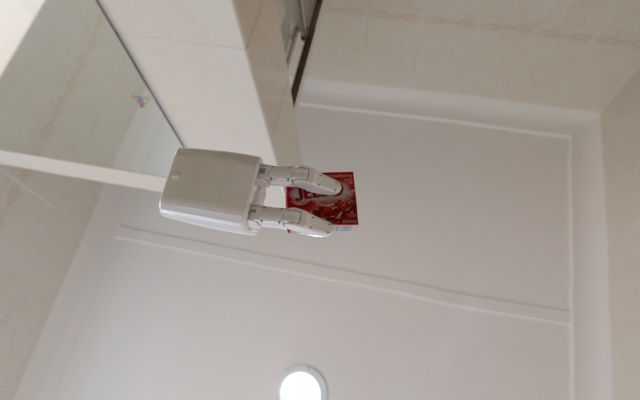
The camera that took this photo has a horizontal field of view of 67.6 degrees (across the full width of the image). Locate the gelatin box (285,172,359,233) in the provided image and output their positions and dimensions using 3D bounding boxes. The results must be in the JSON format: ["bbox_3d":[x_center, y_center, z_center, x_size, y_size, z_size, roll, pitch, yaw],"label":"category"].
[{"bbox_3d":[0.000,0.002,0.602,0.089,0.073,0.030,-1,-23,-7],"label":"gelatin box"}]
